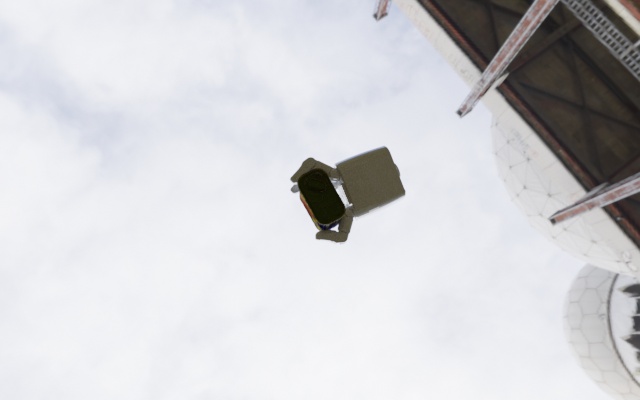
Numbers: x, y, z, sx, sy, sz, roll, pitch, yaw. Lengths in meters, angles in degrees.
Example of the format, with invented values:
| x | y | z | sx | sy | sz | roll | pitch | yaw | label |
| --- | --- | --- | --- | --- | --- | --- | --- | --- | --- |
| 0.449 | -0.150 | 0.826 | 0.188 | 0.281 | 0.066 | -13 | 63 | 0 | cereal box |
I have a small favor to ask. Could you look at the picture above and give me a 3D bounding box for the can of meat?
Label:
| x | y | z | sx | sy | sz | roll | pitch | yaw | label |
| --- | --- | --- | --- | --- | --- | --- | --- | --- | --- |
| 0.000 | 0.003 | 0.875 | 0.057 | 0.102 | 0.084 | -28 | -12 | -9 | can of meat |
